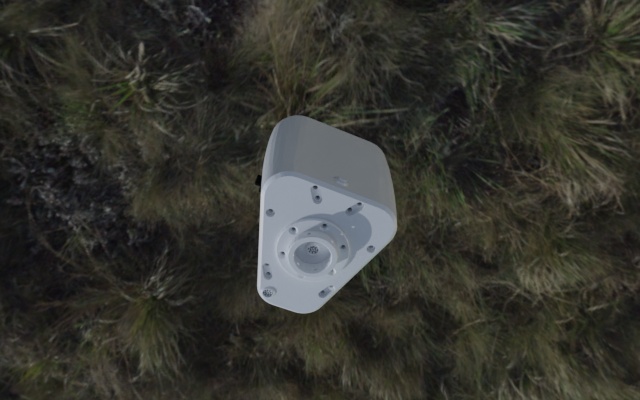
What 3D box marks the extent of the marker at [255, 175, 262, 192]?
[{"bbox_3d":[0.000,0.001,0.426,0.121,0.020,0.020,19,-3,-9],"label":"marker"}]
